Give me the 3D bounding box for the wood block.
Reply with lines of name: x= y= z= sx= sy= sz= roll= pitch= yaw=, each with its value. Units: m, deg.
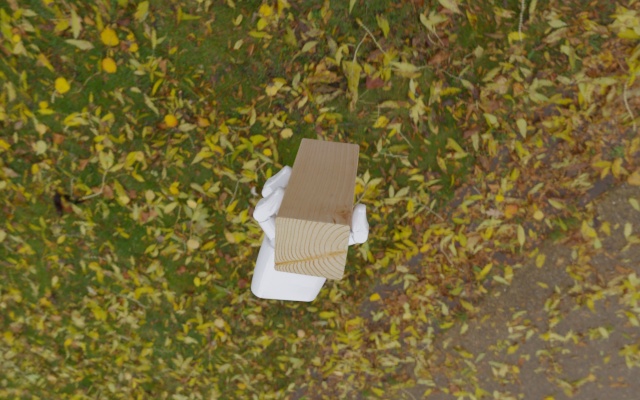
wood block: x=0.000 y=0.003 z=0.665 sx=0.091 sy=0.090 sz=0.206 roll=8 pitch=35 yaw=3
